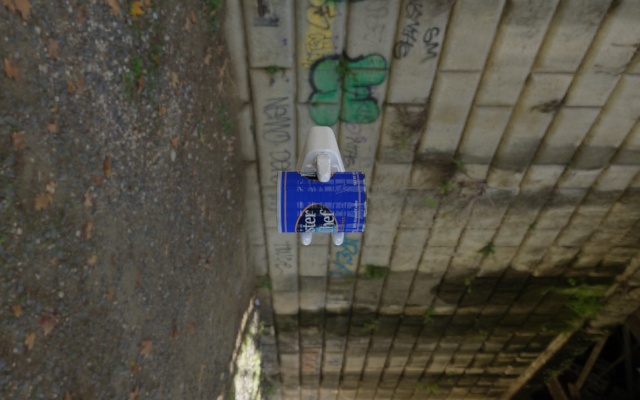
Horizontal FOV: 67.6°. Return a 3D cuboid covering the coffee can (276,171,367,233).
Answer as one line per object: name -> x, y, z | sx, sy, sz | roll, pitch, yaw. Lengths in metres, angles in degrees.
coffee can -> 0.000, 0.003, 0.785 | 0.140, 0.103, 0.103 | 0, 0, -2
